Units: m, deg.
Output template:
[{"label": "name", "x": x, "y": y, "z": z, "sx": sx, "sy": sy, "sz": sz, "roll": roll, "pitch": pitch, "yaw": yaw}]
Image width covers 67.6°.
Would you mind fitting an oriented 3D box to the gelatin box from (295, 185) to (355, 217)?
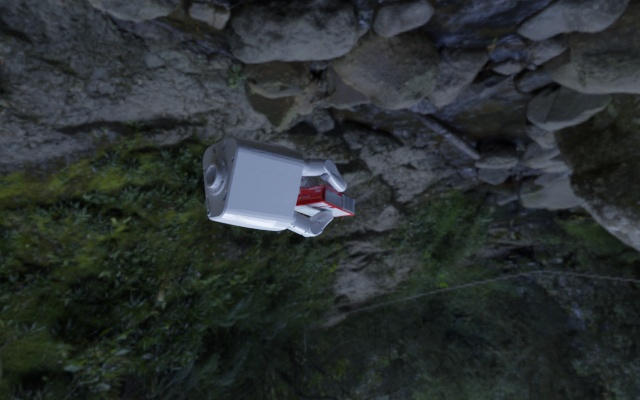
[{"label": "gelatin box", "x": 0.000, "y": 0.003, "z": 0.740, "sx": 0.073, "sy": 0.030, "sz": 0.089, "roll": -7, "pitch": -18, "yaw": 35}]
